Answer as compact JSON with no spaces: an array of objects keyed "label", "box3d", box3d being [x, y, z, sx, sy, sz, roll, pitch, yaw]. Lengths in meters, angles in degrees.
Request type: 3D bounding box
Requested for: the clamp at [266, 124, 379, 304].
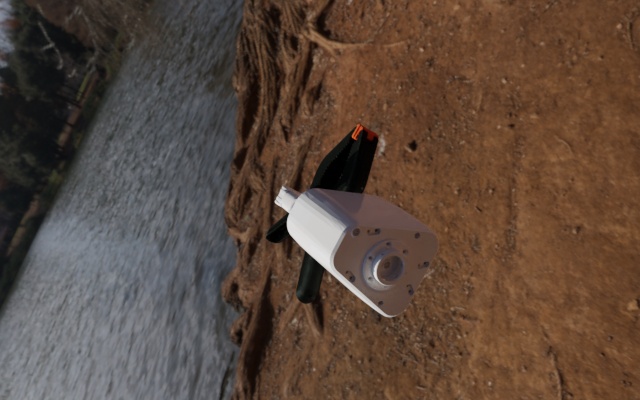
[{"label":"clamp","box3d":[0.000,0.001,0.592,0.036,0.210,0.164,25,5,-29]}]
